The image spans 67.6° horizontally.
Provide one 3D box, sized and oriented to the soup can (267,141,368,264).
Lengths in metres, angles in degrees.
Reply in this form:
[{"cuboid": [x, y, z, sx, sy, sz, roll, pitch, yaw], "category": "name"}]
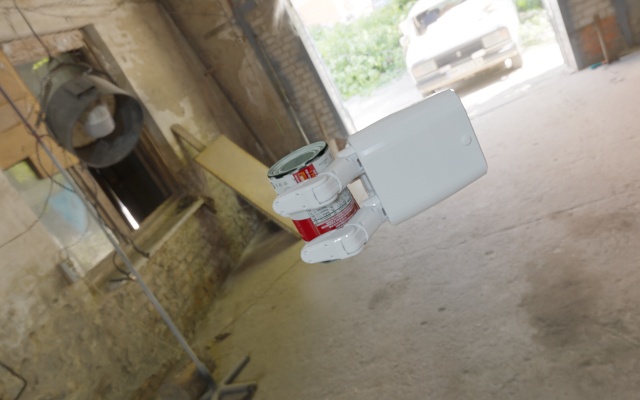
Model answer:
[{"cuboid": [-0.001, 0.001, 0.472, 0.068, 0.102, 0.068, -25, 19, 9], "category": "soup can"}]
